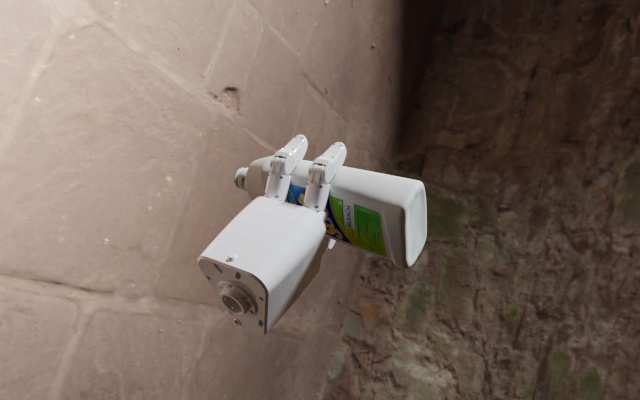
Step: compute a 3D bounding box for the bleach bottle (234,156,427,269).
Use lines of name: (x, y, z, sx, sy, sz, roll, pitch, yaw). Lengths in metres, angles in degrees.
bleach bottle: (0.000, 0.002, 0.586, 0.251, 0.103, 0.068, 13, 42, 30)
